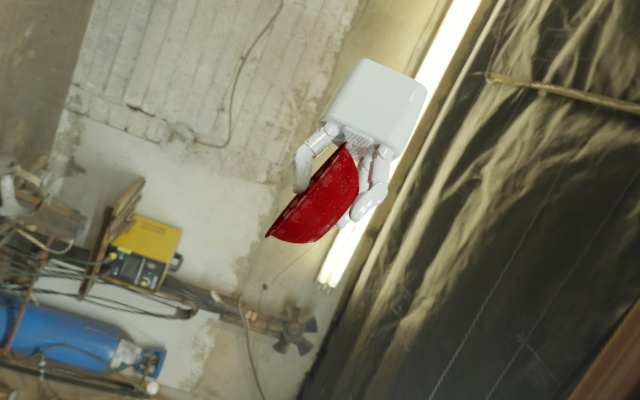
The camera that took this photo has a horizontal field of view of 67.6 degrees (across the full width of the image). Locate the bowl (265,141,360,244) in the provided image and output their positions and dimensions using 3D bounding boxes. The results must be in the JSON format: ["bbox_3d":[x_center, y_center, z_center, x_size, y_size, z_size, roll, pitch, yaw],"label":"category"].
[{"bbox_3d":[0.000,0.003,0.614,0.055,0.162,0.162,41,-5,-5],"label":"bowl"}]
